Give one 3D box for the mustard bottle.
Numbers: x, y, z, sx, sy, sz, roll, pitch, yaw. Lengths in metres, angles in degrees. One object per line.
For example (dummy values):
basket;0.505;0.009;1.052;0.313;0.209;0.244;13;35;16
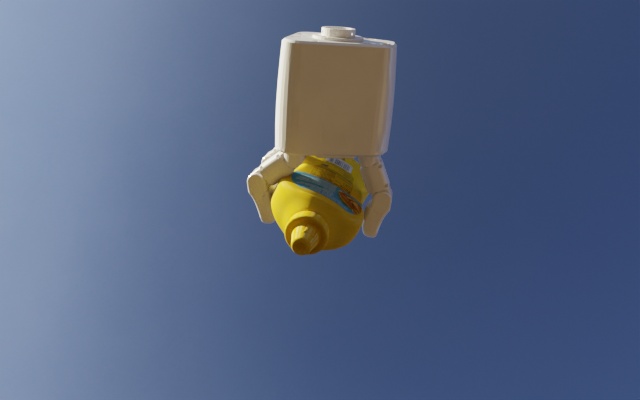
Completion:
mustard bottle;0.000;0.002;0.503;0.096;0.058;0.191;29;26;-3
